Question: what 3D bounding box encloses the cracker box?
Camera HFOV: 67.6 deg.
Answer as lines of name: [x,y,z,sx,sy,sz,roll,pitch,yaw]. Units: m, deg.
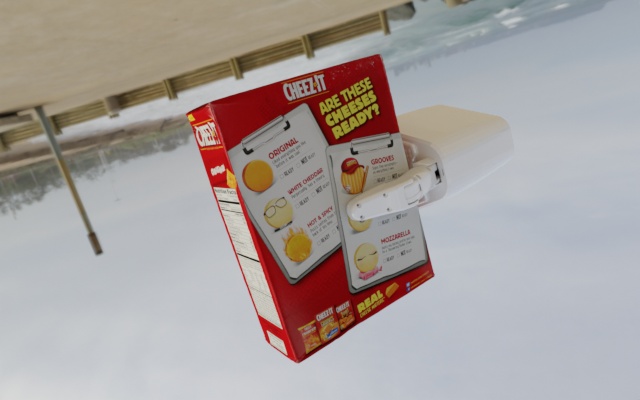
cracker box: [0.000,0.002,0.417,0.164,0.214,0.072,-24,15,-29]
